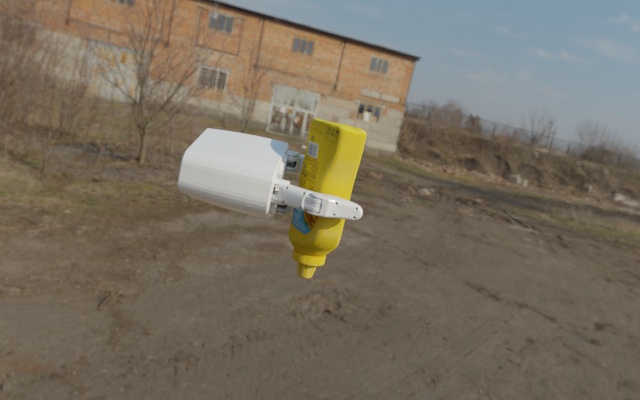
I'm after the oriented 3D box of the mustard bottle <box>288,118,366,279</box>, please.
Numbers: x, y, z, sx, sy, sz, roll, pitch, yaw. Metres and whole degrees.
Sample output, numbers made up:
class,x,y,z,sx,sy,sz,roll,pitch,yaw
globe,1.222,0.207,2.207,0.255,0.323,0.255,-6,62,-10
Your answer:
class,x,y,z,sx,sy,sz,roll,pitch,yaw
mustard bottle,0.000,0.002,0.574,0.058,0.191,0.096,8,11,-25
